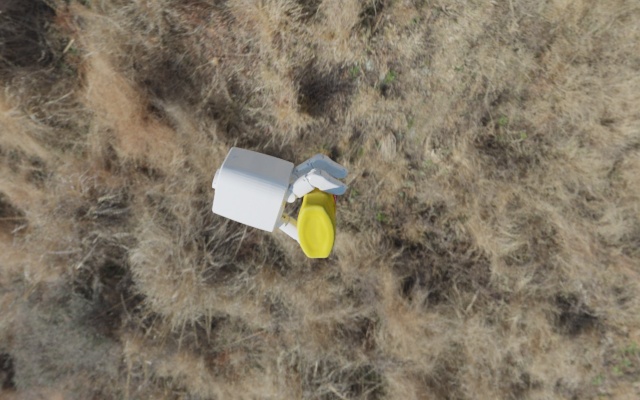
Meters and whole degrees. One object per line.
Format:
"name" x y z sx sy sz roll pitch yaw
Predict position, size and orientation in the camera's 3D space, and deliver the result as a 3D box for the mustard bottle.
"mustard bottle" 0.000 0.003 0.788 0.058 0.096 0.191 -3 30 6
